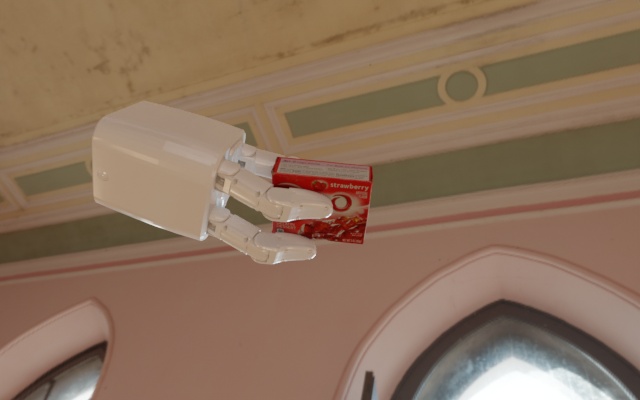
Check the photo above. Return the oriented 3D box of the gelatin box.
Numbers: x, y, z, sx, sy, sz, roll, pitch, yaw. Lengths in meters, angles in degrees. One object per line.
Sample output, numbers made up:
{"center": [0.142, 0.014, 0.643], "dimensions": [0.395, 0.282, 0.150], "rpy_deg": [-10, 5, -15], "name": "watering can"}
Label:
{"center": [0.000, 0.001, 0.438], "dimensions": [0.089, 0.073, 0.030], "rpy_deg": [5, 38, 2], "name": "gelatin box"}
